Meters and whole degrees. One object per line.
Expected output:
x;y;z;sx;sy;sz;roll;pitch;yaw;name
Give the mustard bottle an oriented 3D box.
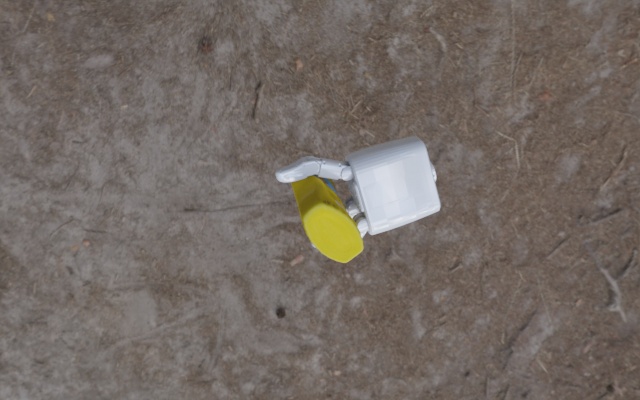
0.000;0.002;0.670;0.058;0.096;0.191;-40;27;9;mustard bottle
